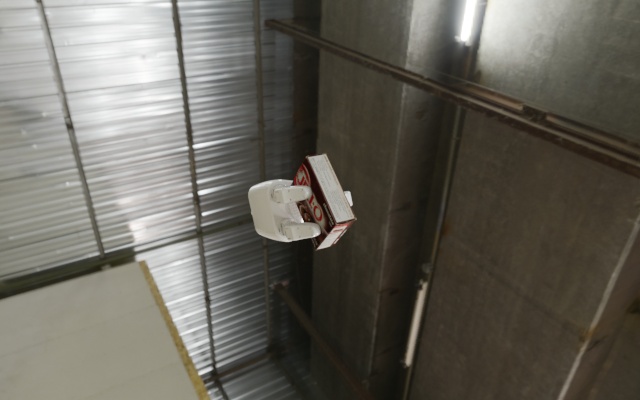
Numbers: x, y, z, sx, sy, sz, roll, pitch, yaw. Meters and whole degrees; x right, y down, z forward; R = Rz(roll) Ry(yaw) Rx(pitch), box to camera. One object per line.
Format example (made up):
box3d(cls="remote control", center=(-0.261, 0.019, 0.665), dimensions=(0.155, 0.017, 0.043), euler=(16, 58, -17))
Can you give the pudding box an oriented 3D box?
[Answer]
box3d(cls="pudding box", center=(0.000, 0.002, 0.690), dimensions=(0.039, 0.113, 0.090), euler=(-16, -22, -27))
